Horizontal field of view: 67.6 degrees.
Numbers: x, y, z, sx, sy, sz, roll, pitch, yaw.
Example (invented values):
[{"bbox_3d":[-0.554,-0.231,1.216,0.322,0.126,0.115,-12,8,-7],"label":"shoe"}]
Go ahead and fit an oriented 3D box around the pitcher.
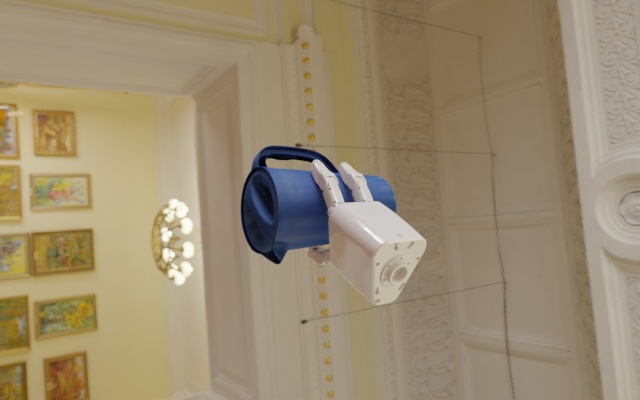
[{"bbox_3d":[0.000,0.003,0.782,0.243,0.149,0.145,-2,25,-33],"label":"pitcher"}]
